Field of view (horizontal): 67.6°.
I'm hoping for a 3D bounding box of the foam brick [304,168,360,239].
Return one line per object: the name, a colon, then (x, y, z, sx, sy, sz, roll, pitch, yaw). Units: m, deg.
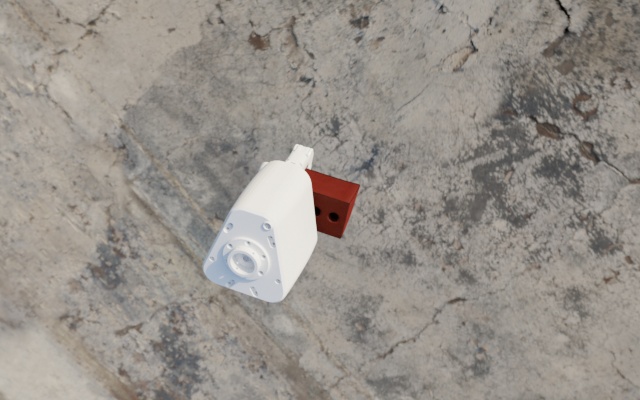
foam brick: (0.000, 0.002, 0.570, 0.078, 0.053, 0.051, 17, 31, 7)
